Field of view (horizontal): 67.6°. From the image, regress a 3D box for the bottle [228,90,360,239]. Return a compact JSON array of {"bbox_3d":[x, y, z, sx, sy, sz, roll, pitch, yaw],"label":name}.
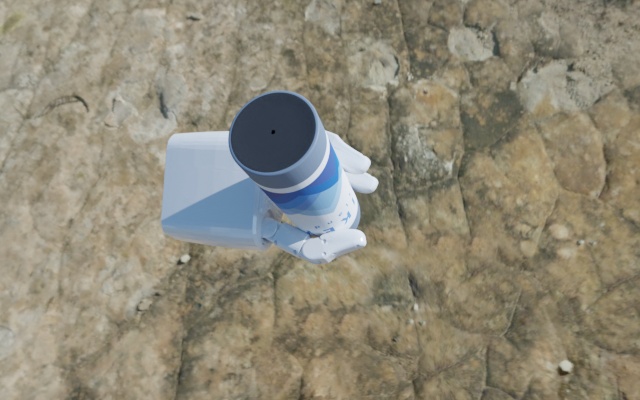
[{"bbox_3d":[0.000,0.001,0.464,0.069,0.069,0.296,0,-19,14],"label":"bottle"}]
